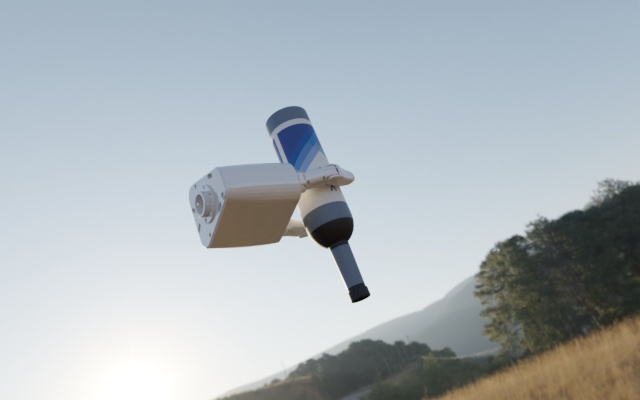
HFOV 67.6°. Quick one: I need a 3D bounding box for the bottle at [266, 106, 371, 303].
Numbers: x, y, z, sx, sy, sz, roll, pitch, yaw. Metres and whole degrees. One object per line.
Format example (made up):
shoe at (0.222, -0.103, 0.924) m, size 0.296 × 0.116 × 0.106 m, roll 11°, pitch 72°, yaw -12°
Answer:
bottle at (0.000, 0.002, 0.672) m, size 0.069 × 0.295 × 0.069 m, roll -19°, pitch -23°, yaw -8°
